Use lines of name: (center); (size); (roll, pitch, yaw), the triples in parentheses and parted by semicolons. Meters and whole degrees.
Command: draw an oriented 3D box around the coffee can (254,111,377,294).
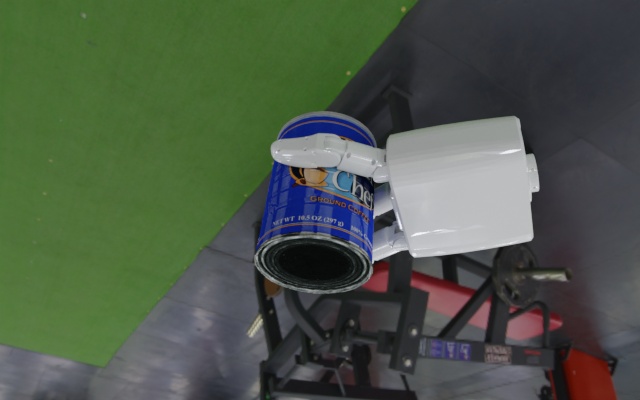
coffee can: (0.000, 0.001, 0.449); (0.103, 0.140, 0.103); (4, -36, 3)
